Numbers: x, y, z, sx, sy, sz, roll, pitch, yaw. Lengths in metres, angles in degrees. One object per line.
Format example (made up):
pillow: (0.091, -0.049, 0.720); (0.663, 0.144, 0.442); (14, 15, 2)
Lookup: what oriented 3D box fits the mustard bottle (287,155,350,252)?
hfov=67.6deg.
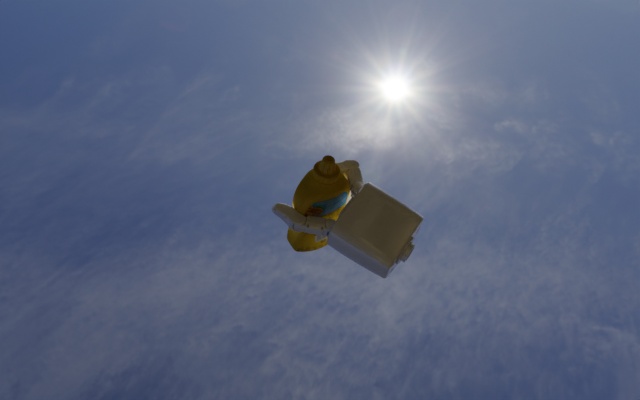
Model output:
mustard bottle: (0.000, 0.002, 0.767); (0.096, 0.058, 0.192); (-20, -34, -24)
